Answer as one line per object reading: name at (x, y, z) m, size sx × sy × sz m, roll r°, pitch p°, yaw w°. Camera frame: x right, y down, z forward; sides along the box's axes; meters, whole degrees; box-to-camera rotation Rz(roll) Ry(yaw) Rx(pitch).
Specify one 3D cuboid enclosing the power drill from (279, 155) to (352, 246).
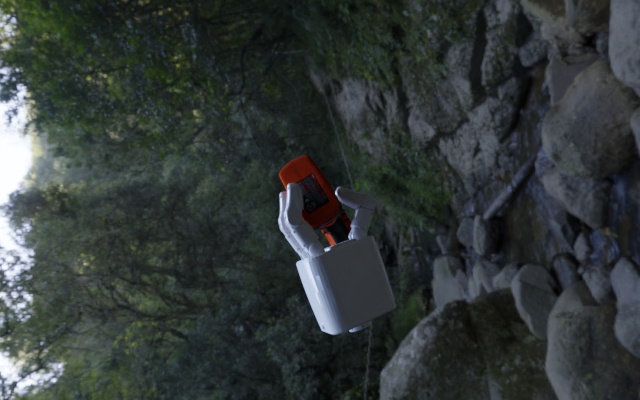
power drill at (0.000, 0.003, 0.744) m, size 0.057 × 0.184 × 0.188 m, roll -34°, pitch -25°, yaw 3°
